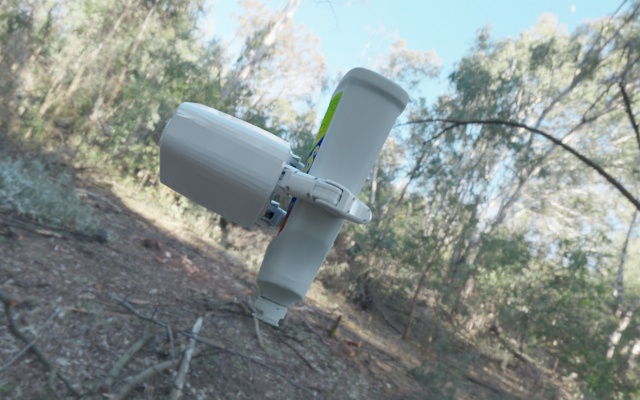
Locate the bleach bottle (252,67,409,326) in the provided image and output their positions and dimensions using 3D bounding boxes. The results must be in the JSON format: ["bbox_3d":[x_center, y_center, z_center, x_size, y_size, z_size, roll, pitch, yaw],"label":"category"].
[{"bbox_3d":[0.000,0.002,0.469,0.068,0.251,0.102,26,-10,-9],"label":"bleach bottle"}]
